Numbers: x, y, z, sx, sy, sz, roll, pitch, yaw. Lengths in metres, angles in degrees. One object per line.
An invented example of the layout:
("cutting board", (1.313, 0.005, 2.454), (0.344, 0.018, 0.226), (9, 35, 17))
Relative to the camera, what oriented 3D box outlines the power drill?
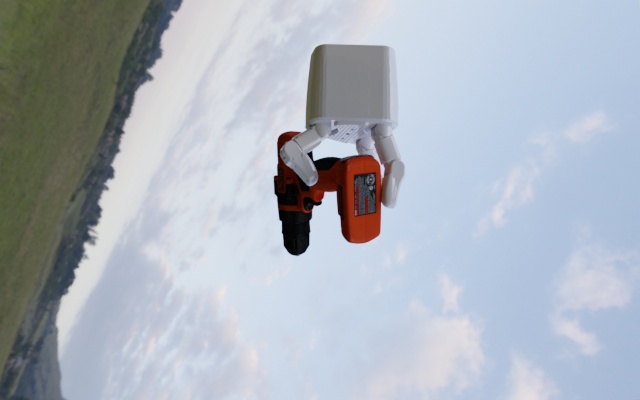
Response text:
("power drill", (0.000, 0.002, 0.641), (0.057, 0.184, 0.187), (-12, 15, -35))
